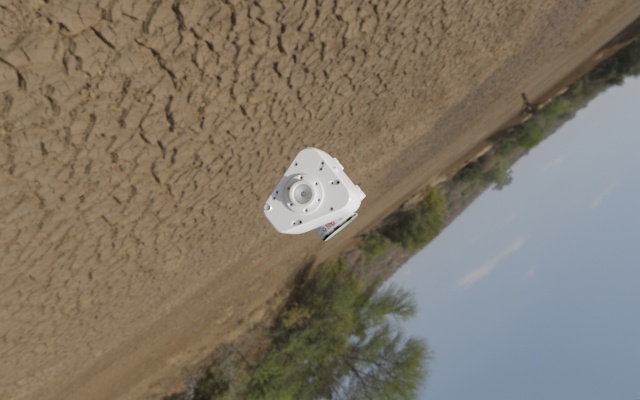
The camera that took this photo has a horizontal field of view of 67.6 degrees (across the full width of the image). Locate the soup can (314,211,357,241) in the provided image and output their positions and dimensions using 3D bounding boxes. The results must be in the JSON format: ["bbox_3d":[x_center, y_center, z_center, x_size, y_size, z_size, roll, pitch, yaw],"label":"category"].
[{"bbox_3d":[0.000,0.003,0.728,0.068,0.102,0.068,-38,-7,-5],"label":"soup can"}]
